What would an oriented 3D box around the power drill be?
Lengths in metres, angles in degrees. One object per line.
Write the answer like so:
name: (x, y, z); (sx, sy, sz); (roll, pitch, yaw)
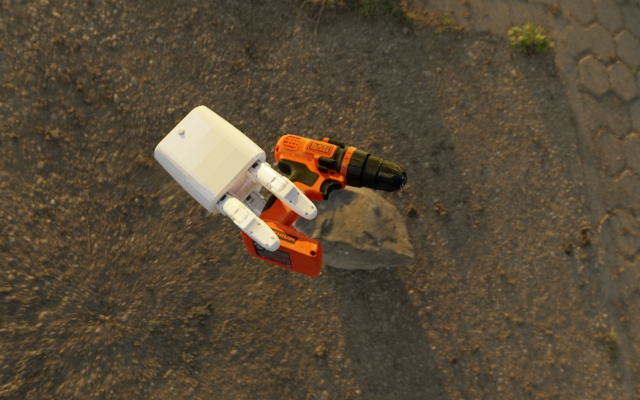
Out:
power drill: (0.000, 0.002, 0.608); (0.184, 0.187, 0.057); (15, -36, 18)
